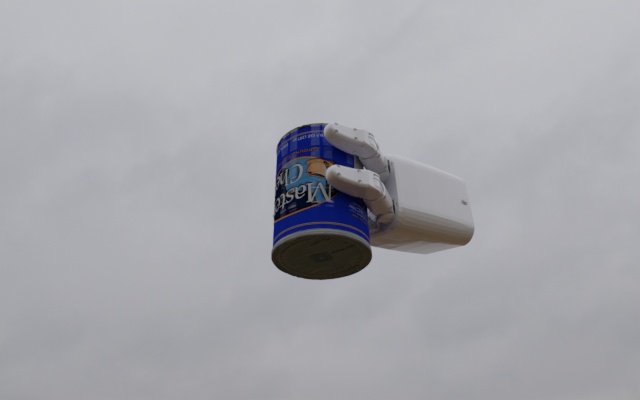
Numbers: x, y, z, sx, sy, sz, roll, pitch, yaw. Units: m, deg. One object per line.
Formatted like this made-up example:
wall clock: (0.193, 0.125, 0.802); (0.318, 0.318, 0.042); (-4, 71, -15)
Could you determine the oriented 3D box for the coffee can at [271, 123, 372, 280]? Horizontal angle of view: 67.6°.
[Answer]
coffee can: (0.000, 0.002, 0.522); (0.103, 0.140, 0.103); (-1, -33, -1)
